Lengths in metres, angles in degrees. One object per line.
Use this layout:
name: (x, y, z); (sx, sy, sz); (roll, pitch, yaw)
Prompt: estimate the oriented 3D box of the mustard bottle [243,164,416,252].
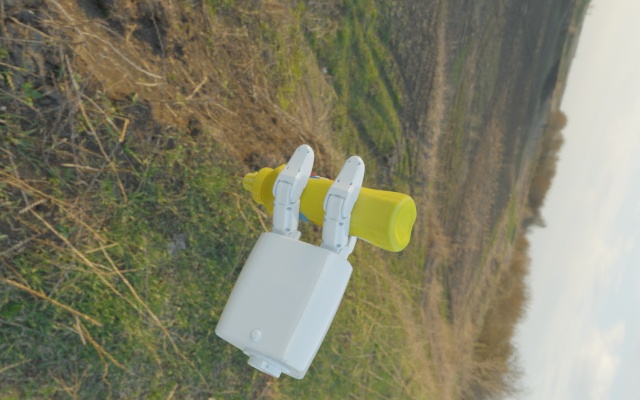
mustard bottle: (0.000, 0.001, 0.510); (0.191, 0.058, 0.096); (15, -2, 23)
